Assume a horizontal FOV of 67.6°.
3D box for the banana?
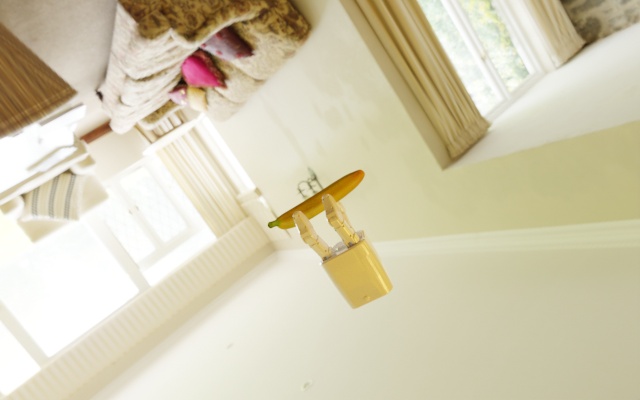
[{"bbox_3d":[-0.003,0.005,0.880,0.198,0.037,0.069,-32,1,-2],"label":"banana"}]
